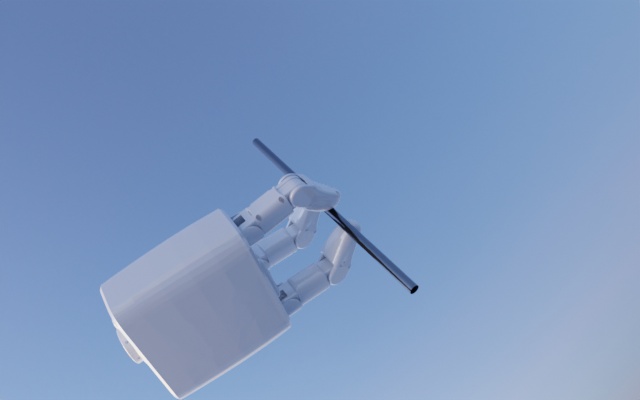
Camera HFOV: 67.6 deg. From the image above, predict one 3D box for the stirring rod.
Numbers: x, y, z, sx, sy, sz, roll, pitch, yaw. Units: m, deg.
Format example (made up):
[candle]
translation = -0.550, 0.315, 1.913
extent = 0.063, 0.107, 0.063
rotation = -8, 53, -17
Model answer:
[stirring rod]
translation = 0.000, 0.001, 0.419
extent = 0.011, 0.011, 0.239
rotation = 0, 31, -41
